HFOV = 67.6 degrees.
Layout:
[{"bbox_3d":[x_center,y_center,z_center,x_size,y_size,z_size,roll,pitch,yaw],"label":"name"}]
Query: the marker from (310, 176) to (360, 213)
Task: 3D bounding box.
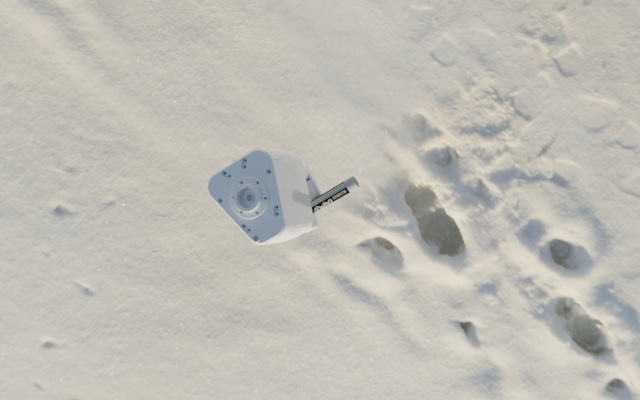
[{"bbox_3d":[0.000,0.002,0.690,0.121,0.020,0.020,-30,-8,15],"label":"marker"}]
